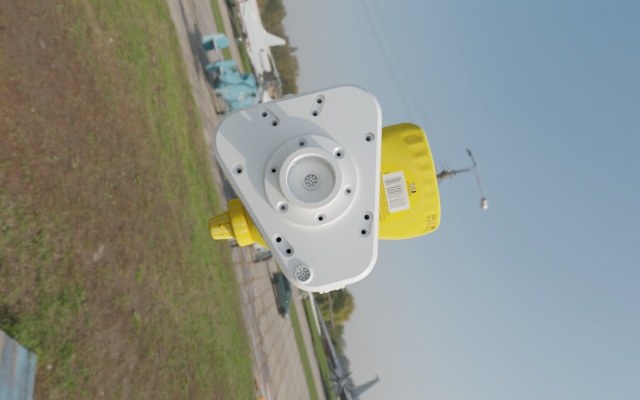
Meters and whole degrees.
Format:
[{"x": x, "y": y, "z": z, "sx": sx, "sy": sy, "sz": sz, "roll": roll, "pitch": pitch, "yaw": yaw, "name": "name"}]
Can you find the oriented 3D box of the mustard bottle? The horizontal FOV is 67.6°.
[{"x": 0.000, "y": 0.001, "z": 0.408, "sx": 0.191, "sy": 0.096, "sz": 0.058, "roll": -14, "pitch": 18, "yaw": -2, "name": "mustard bottle"}]
